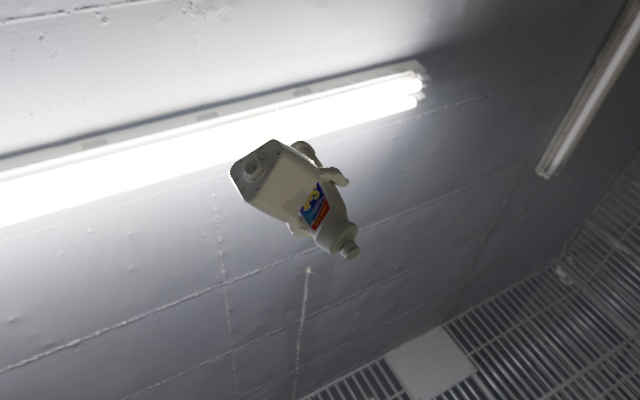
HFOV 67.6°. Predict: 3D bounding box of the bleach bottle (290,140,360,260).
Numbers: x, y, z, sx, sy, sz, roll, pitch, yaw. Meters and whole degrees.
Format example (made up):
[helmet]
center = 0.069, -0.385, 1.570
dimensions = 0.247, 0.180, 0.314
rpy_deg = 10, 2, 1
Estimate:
[bleach bottle]
center = 0.000, 0.003, 0.872
dimensions = 0.068, 0.102, 0.250
rpy_deg = 31, 18, -53
